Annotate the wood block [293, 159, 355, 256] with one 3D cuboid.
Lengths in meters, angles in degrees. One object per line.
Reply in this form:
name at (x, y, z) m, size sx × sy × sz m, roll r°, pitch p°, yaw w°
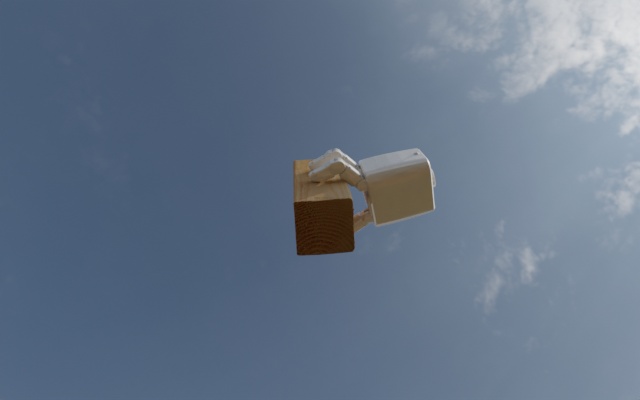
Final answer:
wood block at (0.001, 0.003, 0.801) m, size 0.090 × 0.091 × 0.206 m, roll -4°, pitch 22°, yaw -1°
